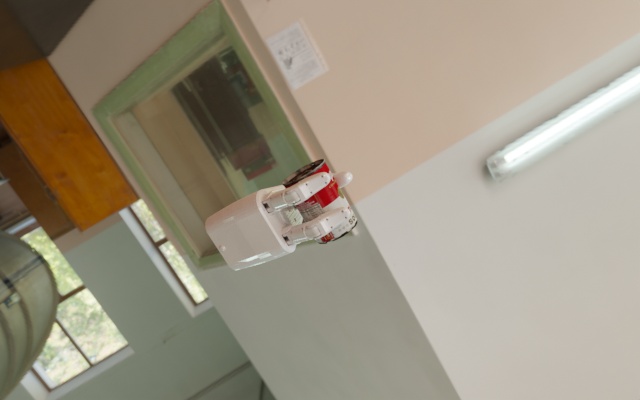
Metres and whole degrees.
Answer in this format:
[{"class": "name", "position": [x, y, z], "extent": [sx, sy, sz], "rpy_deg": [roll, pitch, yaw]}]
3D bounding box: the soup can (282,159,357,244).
[{"class": "soup can", "position": [0.001, 0.002, 0.674], "extent": [0.068, 0.102, 0.068], "rpy_deg": [-28, 13, 7]}]
